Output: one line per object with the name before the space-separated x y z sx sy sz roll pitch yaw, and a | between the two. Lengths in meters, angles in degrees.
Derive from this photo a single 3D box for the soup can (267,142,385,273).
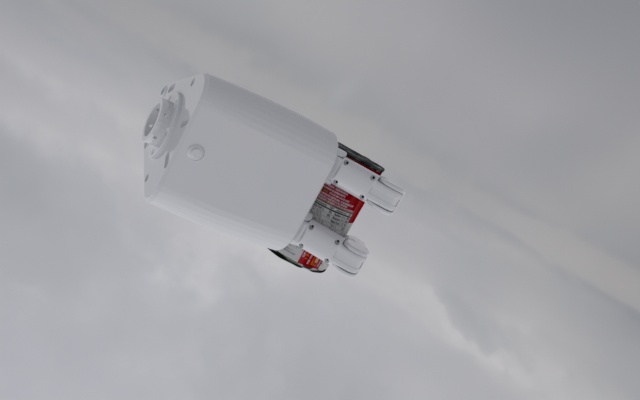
soup can | 0.000 0.002 0.405 0.068 0.102 0.068 28 9 -5
